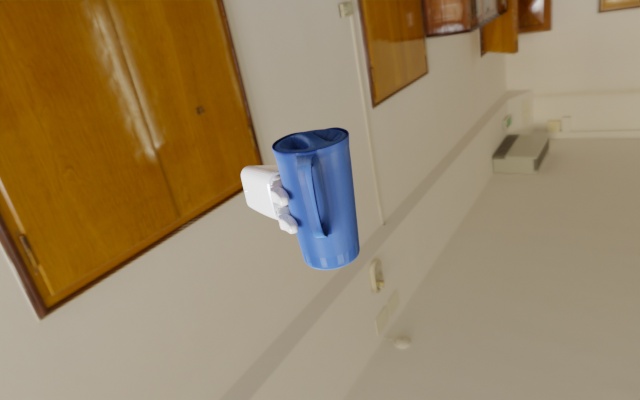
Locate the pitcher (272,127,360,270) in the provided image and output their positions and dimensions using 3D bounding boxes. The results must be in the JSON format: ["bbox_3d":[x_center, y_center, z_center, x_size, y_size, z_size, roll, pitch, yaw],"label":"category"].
[{"bbox_3d":[0.000,0.003,0.848,0.149,0.243,0.145,-27,28,-33],"label":"pitcher"}]
